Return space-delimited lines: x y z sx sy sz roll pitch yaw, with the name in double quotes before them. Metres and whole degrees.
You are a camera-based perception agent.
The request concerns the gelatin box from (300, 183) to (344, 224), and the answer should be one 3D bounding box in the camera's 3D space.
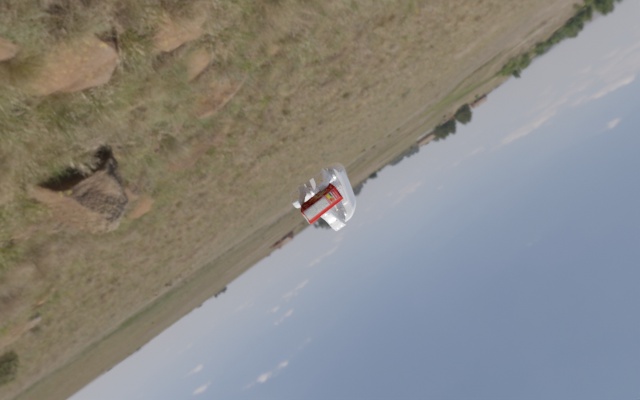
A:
"gelatin box" 0.000 0.003 0.848 0.073 0.030 0.089 -37 8 1
